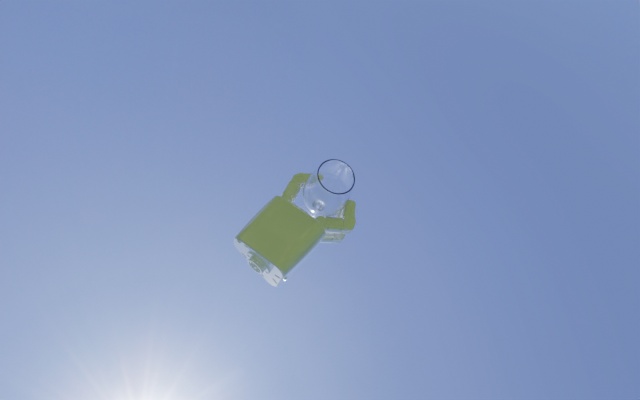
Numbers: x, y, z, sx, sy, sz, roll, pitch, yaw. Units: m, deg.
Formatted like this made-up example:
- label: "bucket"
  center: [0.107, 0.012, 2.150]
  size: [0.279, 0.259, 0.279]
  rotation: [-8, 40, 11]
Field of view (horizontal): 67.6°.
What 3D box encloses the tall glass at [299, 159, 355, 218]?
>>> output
- label: "tall glass"
  center: [0.000, 0.003, 0.830]
  size: [0.079, 0.079, 0.201]
  rotation: [0, -24, -16]
